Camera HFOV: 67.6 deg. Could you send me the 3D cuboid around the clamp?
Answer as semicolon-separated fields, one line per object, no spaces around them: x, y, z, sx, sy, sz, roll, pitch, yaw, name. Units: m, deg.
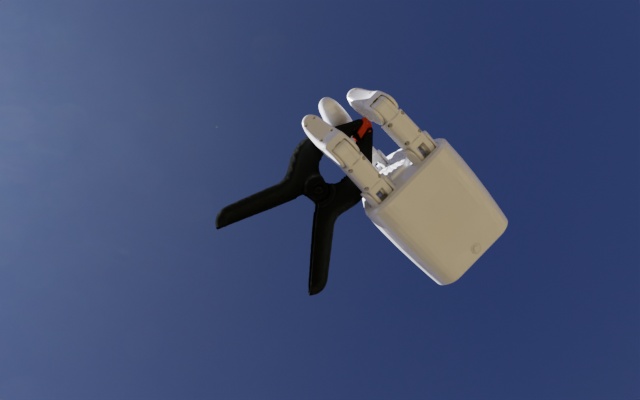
0.000;0.001;0.452;0.120;0.171;0.039;46;-3;-13;clamp
